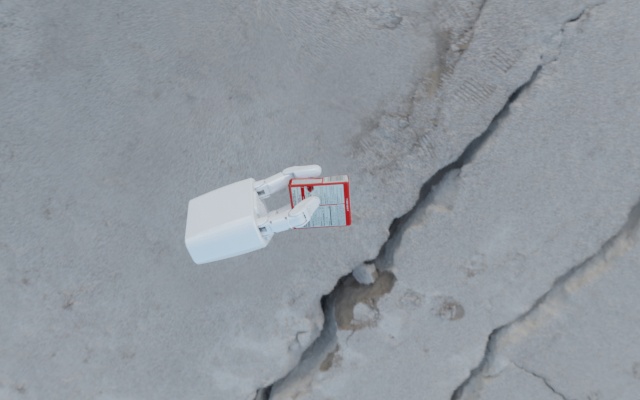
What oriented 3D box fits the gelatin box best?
[{"bbox_3d":[0.000,0.003,0.713,0.089,0.073,0.030,-3,26,4],"label":"gelatin box"}]
